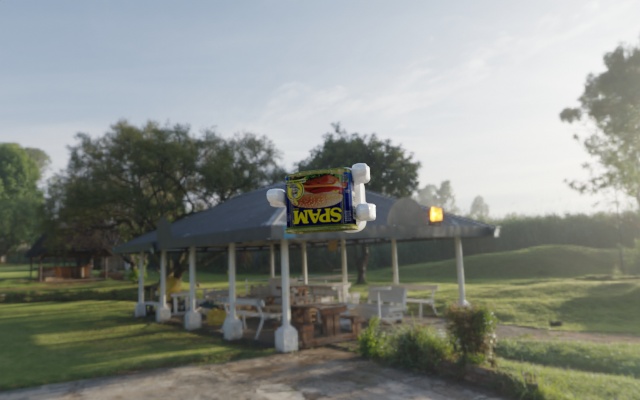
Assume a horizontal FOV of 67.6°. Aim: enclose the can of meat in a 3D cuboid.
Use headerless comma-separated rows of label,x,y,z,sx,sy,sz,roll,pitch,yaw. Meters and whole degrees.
can of meat,0.000,0.002,0.677,0.102,0.084,0.057,-4,-8,15
